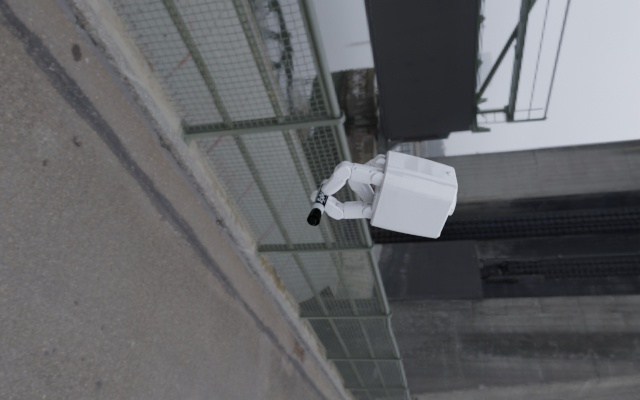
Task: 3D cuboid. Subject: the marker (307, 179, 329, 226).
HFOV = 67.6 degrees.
[{"bbox_3d":[0.000,0.002,0.705,0.020,0.020,0.121,0,27,11],"label":"marker"}]
